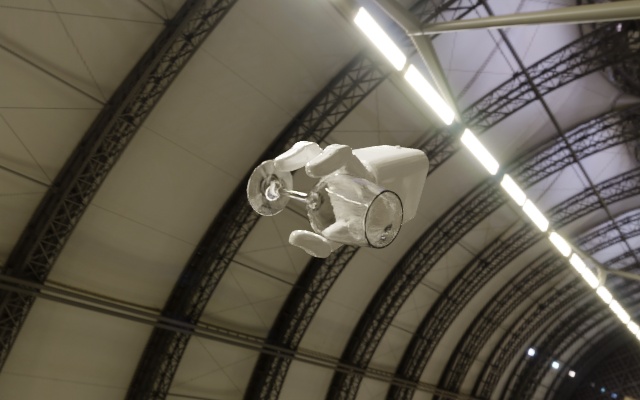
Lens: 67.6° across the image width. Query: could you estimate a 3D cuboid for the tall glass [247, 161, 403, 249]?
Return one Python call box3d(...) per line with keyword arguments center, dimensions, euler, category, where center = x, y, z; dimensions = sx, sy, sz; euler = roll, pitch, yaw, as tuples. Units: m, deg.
box3d(center=(0.000, 0.002, 0.563), dimensions=(0.079, 0.079, 0.201), euler=(0, 11, -42), category="tall glass")
